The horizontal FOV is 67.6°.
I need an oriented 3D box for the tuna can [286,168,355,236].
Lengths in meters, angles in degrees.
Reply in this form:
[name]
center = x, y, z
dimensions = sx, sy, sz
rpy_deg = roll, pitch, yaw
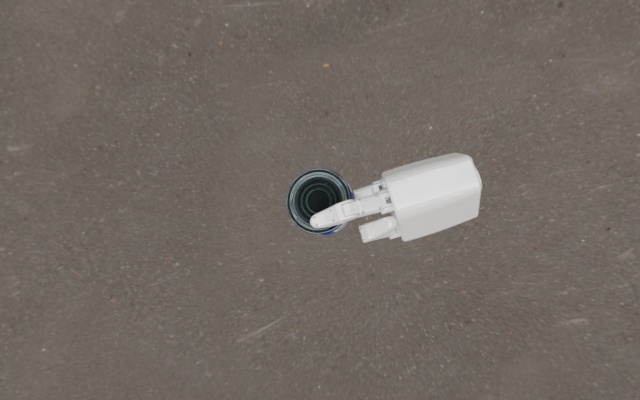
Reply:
[tuna can]
center = 0.000, 0.002, 0.613
dimensions = 0.086, 0.086, 0.034
rpy_deg = 0, -5, 12
